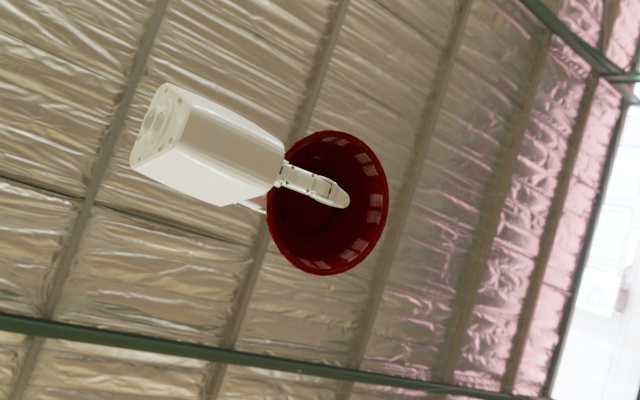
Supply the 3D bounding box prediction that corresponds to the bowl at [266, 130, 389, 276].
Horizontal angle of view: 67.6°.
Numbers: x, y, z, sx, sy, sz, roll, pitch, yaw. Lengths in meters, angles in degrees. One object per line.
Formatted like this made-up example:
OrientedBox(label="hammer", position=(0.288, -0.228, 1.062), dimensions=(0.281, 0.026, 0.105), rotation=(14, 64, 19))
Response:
OrientedBox(label="bowl", position=(0.001, 0.003, 0.549), dimensions=(0.162, 0.162, 0.055), rotation=(0, 4, -31))
